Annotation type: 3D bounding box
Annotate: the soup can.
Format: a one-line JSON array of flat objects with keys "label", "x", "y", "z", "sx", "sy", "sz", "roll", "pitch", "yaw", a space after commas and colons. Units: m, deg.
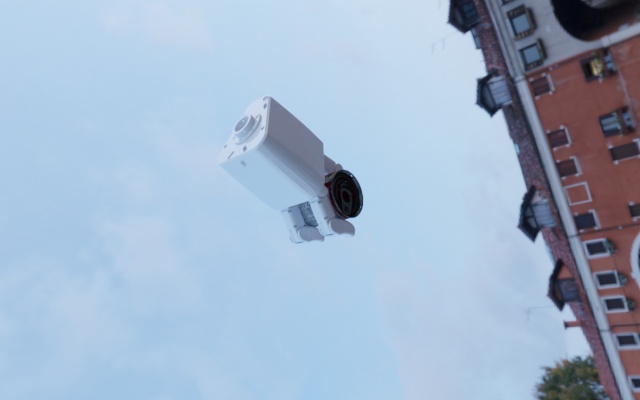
[{"label": "soup can", "x": 0.000, "y": 0.002, "z": 0.677, "sx": 0.102, "sy": 0.068, "sz": 0.068, "roll": -17, "pitch": -11, "yaw": 39}]
